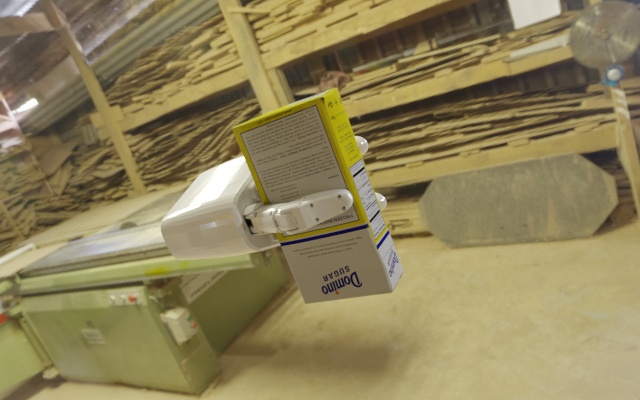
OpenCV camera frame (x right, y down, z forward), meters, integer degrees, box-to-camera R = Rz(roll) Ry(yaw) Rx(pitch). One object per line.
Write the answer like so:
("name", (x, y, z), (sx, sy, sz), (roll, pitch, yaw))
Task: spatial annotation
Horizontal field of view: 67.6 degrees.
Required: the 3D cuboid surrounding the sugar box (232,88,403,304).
("sugar box", (0.000, 0.001, 0.422), (0.093, 0.176, 0.048), (-14, 16, 30))
